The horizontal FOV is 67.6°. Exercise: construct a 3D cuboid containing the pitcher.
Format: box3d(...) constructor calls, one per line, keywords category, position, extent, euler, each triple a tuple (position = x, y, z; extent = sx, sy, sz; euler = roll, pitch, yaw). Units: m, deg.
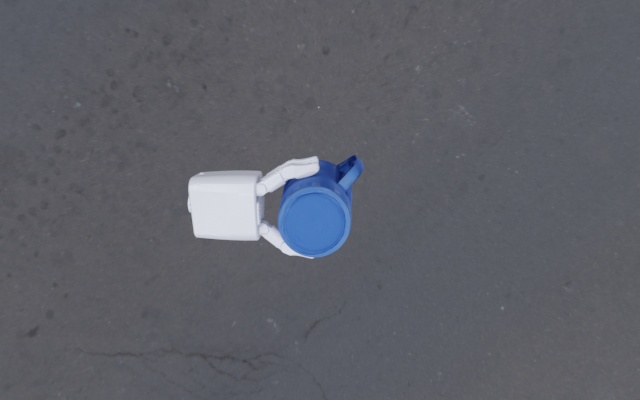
box3d(category="pitcher", position=(0.000, 0.003, 0.802), extent=(0.145, 0.149, 0.242), euler=(3, 11, 0))
